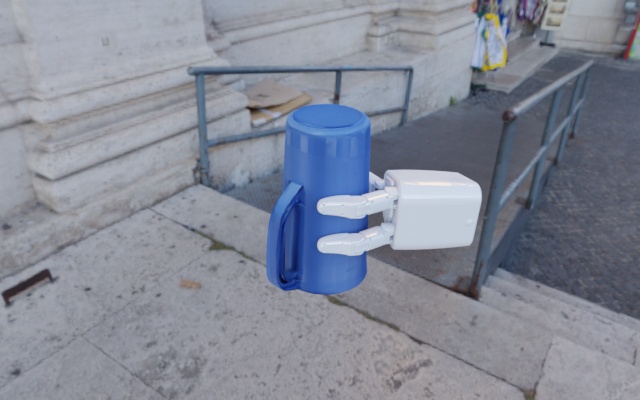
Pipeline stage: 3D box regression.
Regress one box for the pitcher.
[{"bbox_3d":[0.000,0.002,0.651,0.145,0.243,0.149,0,29,-3],"label":"pitcher"}]
